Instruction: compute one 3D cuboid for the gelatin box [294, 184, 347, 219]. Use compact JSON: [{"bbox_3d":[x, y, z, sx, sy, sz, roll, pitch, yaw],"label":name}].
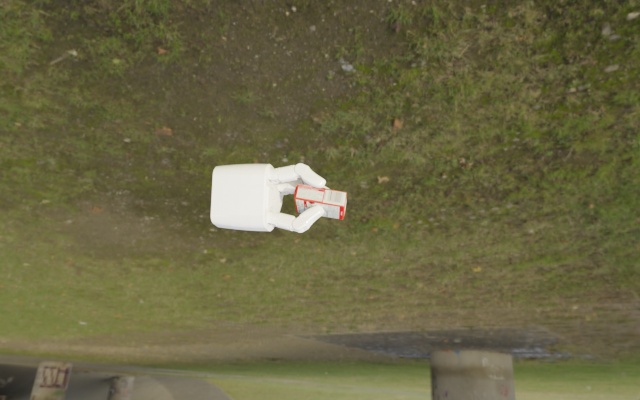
[{"bbox_3d":[0.000,0.003,0.837,0.089,0.030,0.073,10,-20,5],"label":"gelatin box"}]
